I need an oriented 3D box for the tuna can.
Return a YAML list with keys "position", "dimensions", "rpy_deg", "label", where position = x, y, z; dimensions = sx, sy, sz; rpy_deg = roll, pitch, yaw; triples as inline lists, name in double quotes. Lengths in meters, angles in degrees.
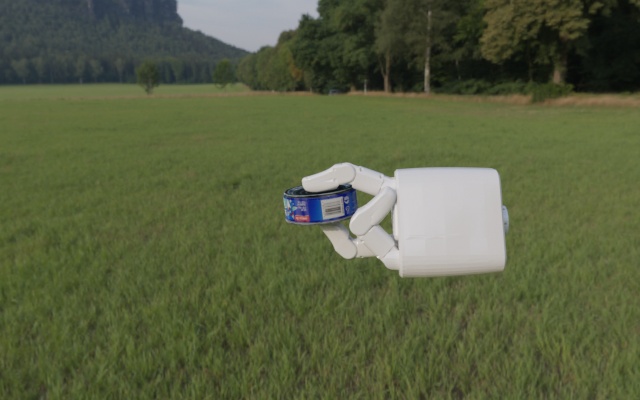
- position: [0.000, 0.001, 0.554]
  dimensions: [0.086, 0.034, 0.086]
  rpy_deg: [-6, 11, 1]
  label: "tuna can"
